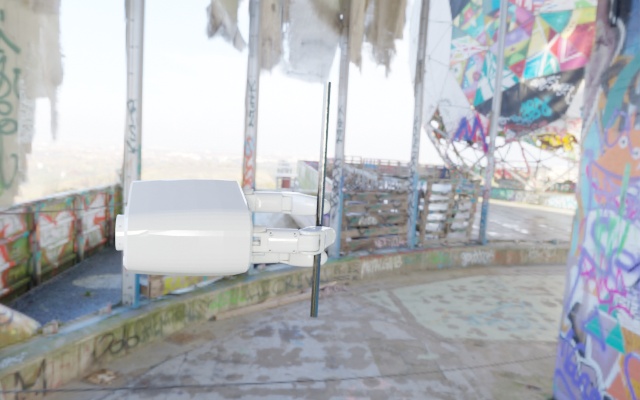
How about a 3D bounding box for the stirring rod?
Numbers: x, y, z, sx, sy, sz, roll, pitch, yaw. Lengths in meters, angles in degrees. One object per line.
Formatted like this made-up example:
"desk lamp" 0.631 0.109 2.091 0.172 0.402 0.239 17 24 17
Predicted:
"stirring rod" 0.000 0.002 0.487 0.011 0.239 0.011 3 6 0
